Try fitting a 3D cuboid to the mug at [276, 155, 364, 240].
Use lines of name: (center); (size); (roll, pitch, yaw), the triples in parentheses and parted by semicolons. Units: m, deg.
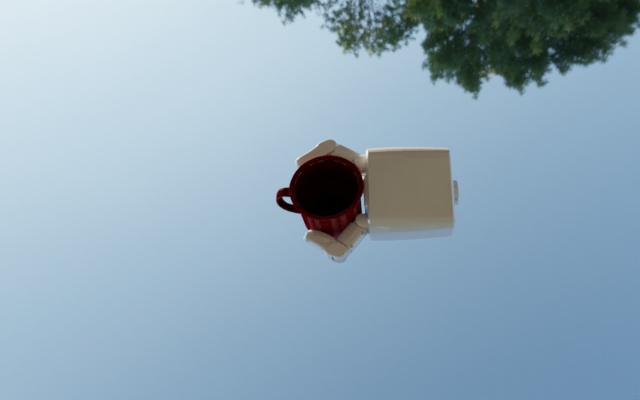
mug: (-0.001, 0.002, 0.623); (0.117, 0.093, 0.081); (-1, -29, 8)
